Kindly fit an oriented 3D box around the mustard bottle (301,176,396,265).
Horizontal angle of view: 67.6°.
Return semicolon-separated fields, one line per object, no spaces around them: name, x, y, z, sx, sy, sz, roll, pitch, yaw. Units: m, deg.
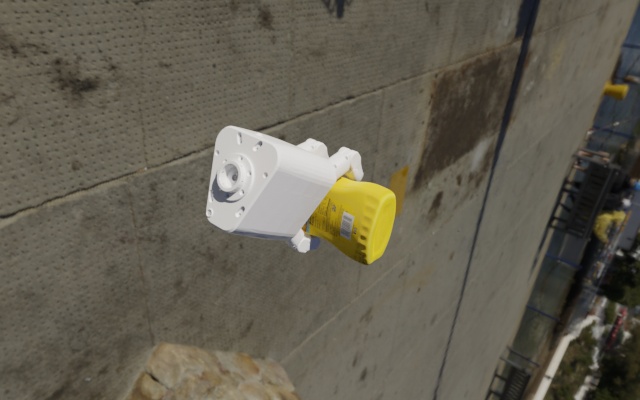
mustard bottle;0.000;0.002;0.617;0.191;0.096;0.058;25;31;31
